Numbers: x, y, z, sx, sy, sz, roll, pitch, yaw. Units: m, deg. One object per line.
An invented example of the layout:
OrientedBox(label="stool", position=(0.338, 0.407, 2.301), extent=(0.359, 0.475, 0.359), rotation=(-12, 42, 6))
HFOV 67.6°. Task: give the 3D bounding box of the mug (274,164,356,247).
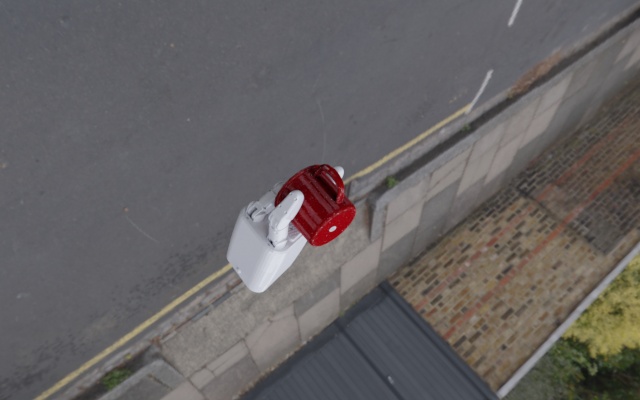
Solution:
OrientedBox(label="mug", position=(0.001, 0.001, 0.664), extent=(0.093, 0.081, 0.117), rotation=(-20, -31, -42))
